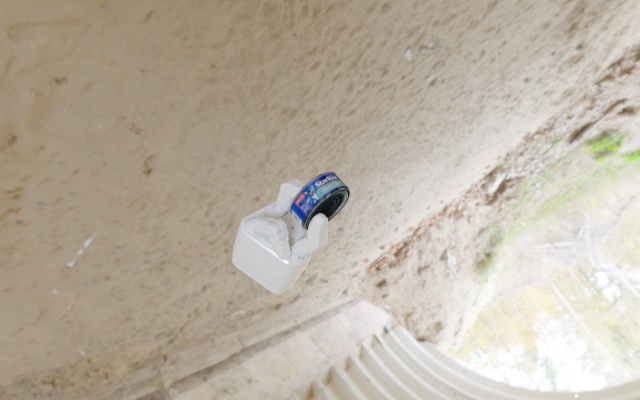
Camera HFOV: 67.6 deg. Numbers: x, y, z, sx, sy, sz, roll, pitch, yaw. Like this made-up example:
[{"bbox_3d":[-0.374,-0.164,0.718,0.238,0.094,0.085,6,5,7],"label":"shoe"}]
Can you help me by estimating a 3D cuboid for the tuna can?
[{"bbox_3d":[0.000,0.003,0.669,0.033,0.086,0.086,48,22,21],"label":"tuna can"}]
